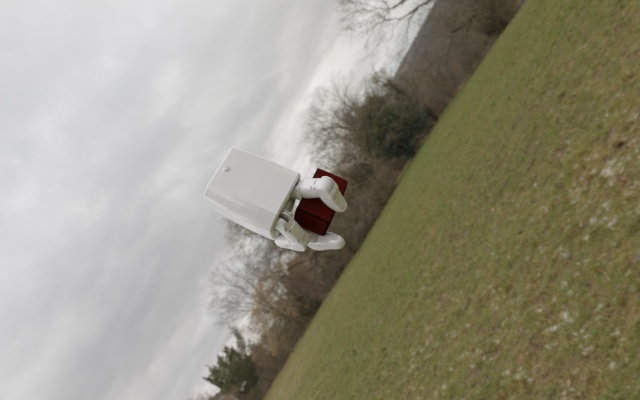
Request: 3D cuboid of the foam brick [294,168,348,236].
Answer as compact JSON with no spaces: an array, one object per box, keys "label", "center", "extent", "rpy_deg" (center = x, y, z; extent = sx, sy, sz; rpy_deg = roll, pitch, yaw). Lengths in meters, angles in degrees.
[{"label":"foam brick","center":[0.000,0.002,0.700],"extent":[0.051,0.078,0.053],"rpy_deg":[24,-29,5]}]
